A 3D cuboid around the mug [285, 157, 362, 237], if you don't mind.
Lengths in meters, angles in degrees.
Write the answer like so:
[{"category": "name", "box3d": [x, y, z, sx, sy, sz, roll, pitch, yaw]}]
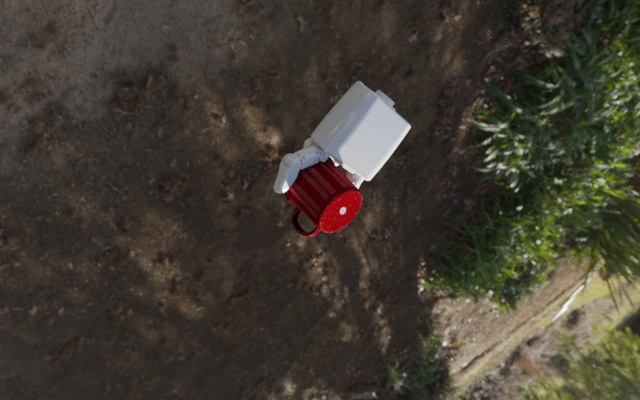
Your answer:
[{"category": "mug", "box3d": [-0.001, 0.004, 0.707, 0.081, 0.117, 0.093, 46, 14, 34]}]
